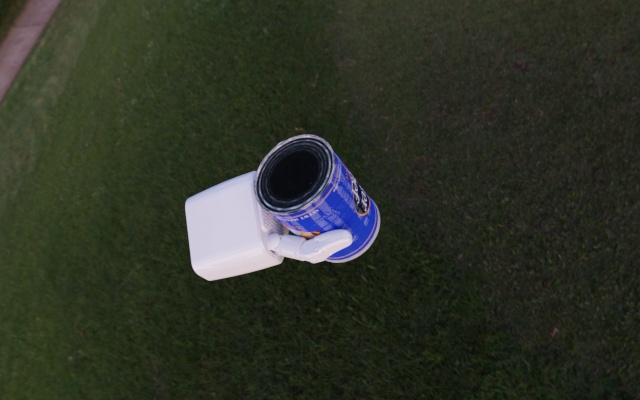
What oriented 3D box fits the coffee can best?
[{"bbox_3d":[0.000,0.002,0.578,0.103,0.102,0.140,0,-28,30],"label":"coffee can"}]
